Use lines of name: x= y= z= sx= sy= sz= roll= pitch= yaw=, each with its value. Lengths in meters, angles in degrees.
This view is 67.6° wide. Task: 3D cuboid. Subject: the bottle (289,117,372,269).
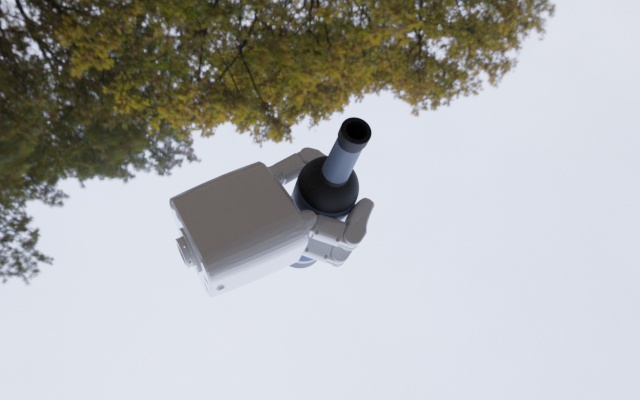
bottle: x=0.000 y=0.002 z=0.531 sx=0.069 sy=0.069 sz=0.296 roll=0 pitch=-24 yaw=-13
